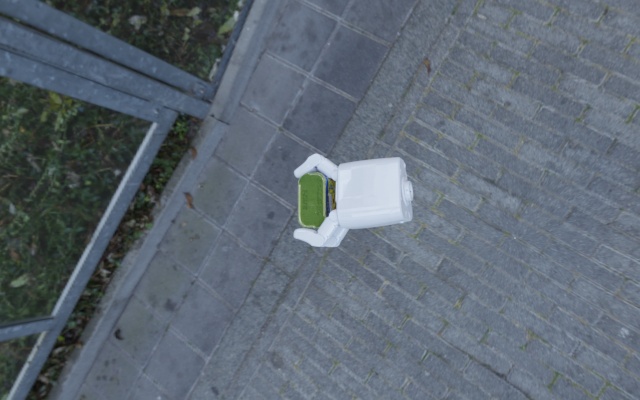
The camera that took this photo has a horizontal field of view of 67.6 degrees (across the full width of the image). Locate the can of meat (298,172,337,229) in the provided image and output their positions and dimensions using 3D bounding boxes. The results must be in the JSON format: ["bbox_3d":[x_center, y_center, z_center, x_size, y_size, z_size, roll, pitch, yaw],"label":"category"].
[{"bbox_3d":[0.000,0.003,0.845,0.057,0.102,0.084,-3,-5,21],"label":"can of meat"}]
